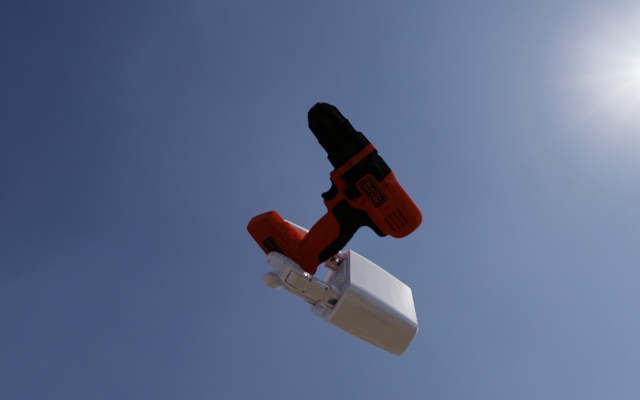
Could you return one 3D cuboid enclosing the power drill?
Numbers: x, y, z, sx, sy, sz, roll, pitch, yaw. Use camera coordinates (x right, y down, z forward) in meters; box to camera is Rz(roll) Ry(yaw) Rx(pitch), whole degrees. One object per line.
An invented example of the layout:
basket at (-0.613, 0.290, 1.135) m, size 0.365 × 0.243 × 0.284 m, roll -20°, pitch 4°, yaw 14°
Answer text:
power drill at (0.000, 0.002, 0.577) m, size 0.188 × 0.184 × 0.057 m, roll -38°, pitch 0°, yaw 25°
